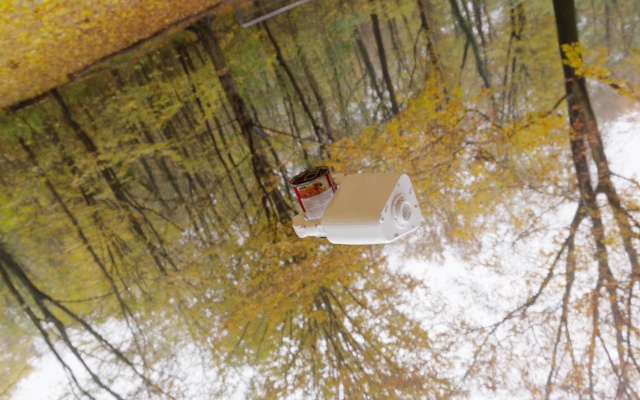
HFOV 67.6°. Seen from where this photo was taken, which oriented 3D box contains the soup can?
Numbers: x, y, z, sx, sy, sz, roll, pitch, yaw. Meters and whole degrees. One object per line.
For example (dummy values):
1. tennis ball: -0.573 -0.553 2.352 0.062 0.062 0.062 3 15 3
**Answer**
1. soup can: 0.000 0.003 0.788 0.068 0.102 0.068 -20 20 8
